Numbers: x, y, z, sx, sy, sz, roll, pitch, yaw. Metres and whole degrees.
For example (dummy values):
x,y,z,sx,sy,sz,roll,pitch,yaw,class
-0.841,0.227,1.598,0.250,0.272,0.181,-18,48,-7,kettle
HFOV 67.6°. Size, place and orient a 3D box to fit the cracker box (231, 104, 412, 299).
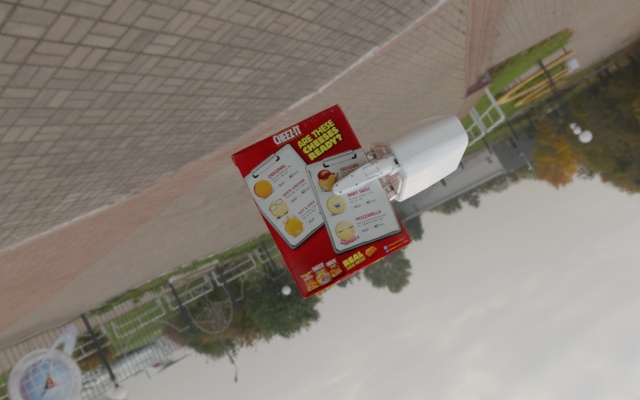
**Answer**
x,y,z,sx,sy,sz,roll,pitch,yaw,class
0.000,0.002,0.658,0.164,0.213,0.072,-27,-6,-8,cracker box
